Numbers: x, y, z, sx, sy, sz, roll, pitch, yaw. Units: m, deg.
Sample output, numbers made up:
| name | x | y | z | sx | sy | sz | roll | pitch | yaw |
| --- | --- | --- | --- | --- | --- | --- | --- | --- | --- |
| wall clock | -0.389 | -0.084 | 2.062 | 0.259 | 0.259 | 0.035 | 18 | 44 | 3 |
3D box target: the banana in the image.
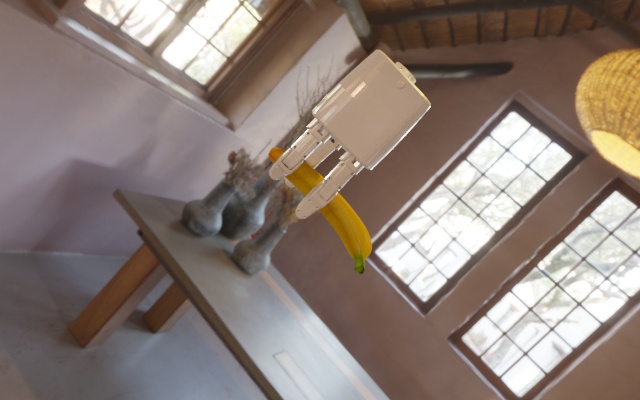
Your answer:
| name | x | y | z | sx | sy | sz | roll | pitch | yaw |
| --- | --- | --- | --- | --- | --- | --- | --- | --- | --- |
| banana | 0.008 | 0.005 | 0.622 | 0.037 | 0.197 | 0.069 | -42 | -13 | 14 |
